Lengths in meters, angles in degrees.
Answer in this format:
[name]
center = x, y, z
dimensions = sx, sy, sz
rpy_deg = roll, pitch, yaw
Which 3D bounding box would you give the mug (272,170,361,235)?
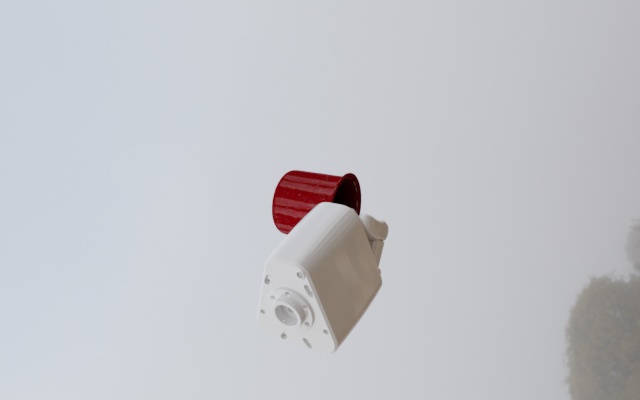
[mug]
center = 0.001, 0.001, 0.589
dimensions = 0.081, 0.093, 0.117
rpy_deg = 10, 32, 26
